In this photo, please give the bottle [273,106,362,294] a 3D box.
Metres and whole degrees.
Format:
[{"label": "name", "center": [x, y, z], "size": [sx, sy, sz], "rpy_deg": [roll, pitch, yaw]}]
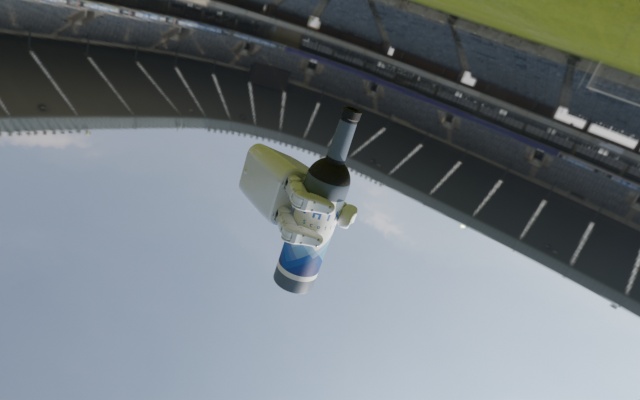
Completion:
[{"label": "bottle", "center": [0.000, 0.003, 0.715], "size": [0.069, 0.296, 0.069], "rpy_deg": [16, 23, -7]}]
